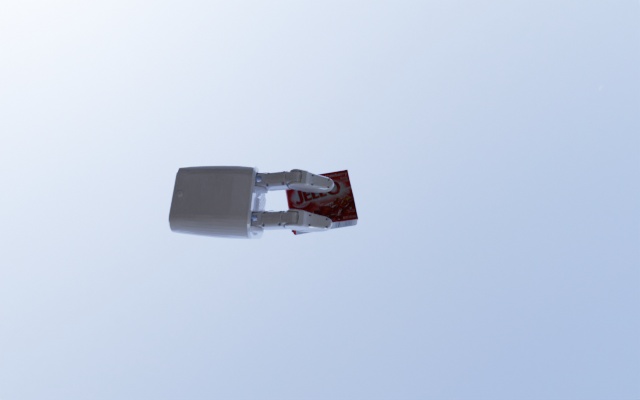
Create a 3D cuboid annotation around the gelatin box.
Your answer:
[{"bbox_3d":[0.000,0.002,0.640,0.089,0.073,0.030,-9,-22,-5],"label":"gelatin box"}]
